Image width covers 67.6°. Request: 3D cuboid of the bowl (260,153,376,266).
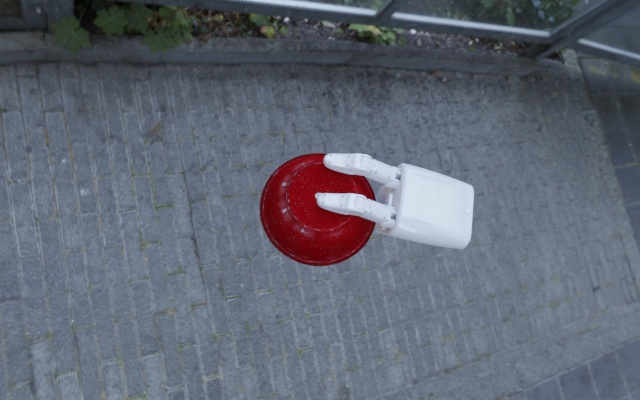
[{"bbox_3d":[-0.001,0.002,0.628,0.162,0.162,0.055,0,-18,-5],"label":"bowl"}]
